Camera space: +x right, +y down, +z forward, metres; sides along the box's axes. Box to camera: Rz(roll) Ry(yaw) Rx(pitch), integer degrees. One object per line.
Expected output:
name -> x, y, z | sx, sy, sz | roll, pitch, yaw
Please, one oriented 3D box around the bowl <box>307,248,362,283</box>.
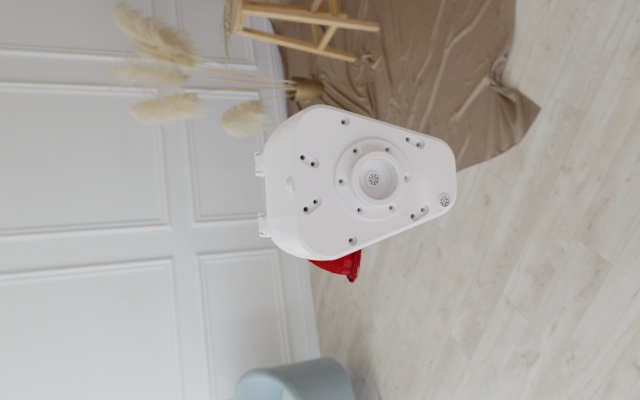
bowl -> 0.000, 0.002, 0.472 | 0.055, 0.162, 0.162 | -4, 0, -5
